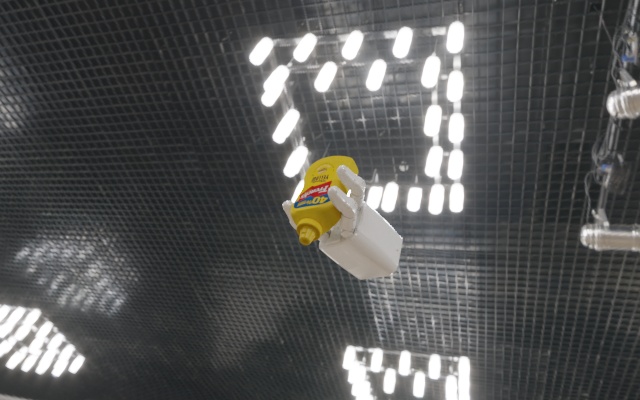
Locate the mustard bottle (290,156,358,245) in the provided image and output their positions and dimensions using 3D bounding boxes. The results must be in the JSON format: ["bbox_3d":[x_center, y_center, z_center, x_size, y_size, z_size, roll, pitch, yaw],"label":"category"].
[{"bbox_3d":[0.000,0.002,0.813,0.096,0.058,0.191,-9,38,26],"label":"mustard bottle"}]
